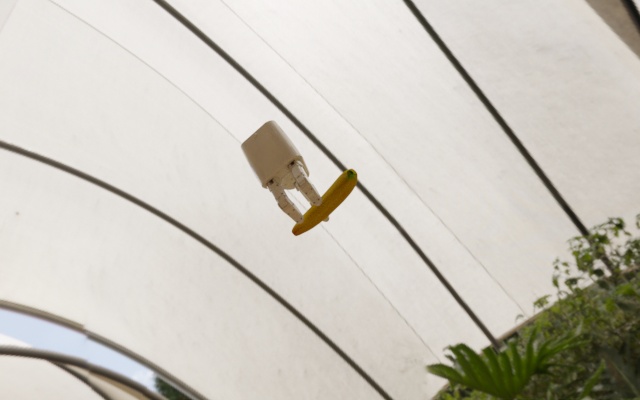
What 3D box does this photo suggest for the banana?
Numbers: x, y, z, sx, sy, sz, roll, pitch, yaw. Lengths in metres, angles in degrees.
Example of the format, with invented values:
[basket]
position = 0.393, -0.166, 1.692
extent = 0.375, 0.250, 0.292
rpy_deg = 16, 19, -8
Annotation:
[banana]
position = 0.014, -0.002, 0.904
extent = 0.069, 0.037, 0.198
rpy_deg = -11, -30, -48
